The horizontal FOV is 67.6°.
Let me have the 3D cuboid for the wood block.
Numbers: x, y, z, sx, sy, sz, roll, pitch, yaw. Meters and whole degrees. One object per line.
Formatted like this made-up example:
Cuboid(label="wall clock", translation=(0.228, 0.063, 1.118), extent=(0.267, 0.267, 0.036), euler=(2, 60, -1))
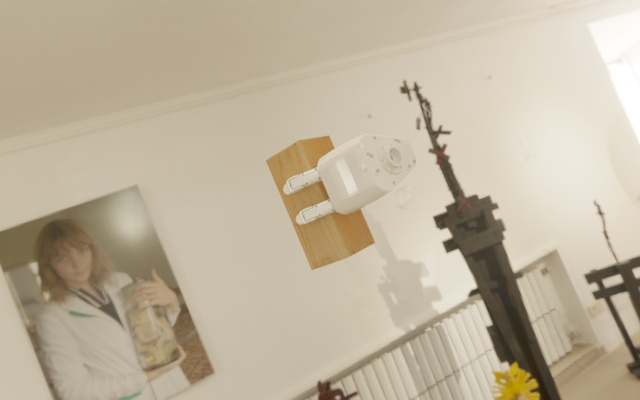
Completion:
Cuboid(label="wood block", translation=(0.001, 0.002, 0.830), extent=(0.090, 0.206, 0.091), euler=(-25, -4, 39))
